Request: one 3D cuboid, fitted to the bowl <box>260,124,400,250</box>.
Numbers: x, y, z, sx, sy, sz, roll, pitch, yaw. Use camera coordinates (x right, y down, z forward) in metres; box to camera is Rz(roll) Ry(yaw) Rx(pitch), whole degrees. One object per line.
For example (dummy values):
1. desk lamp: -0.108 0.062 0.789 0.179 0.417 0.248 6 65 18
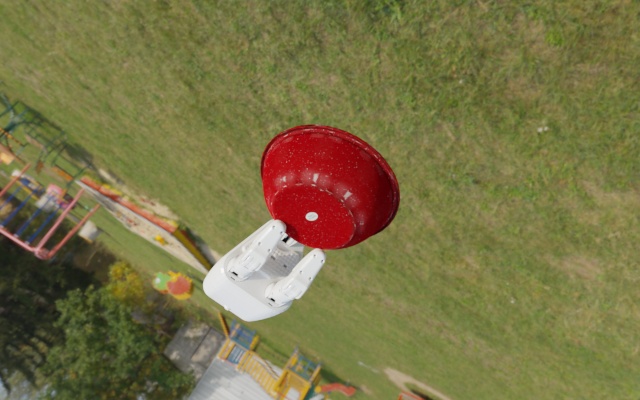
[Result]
1. bowl: 0.000 0.001 0.508 0.162 0.162 0.055 0 40 24
